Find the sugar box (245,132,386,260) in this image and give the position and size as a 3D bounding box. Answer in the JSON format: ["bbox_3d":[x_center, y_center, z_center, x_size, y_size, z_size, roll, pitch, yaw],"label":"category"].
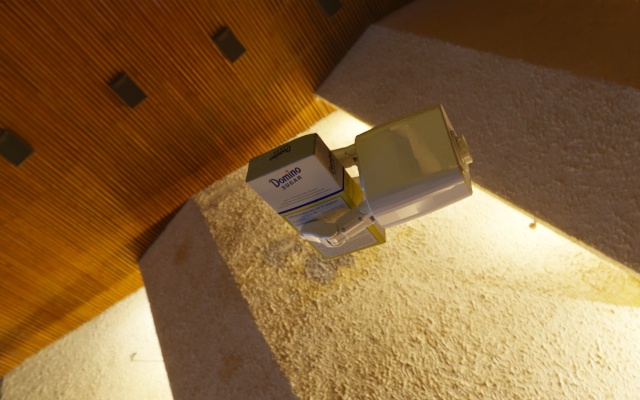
[{"bbox_3d":[0.000,0.001,0.576,0.093,0.048,0.176,-20,-48,23],"label":"sugar box"}]
